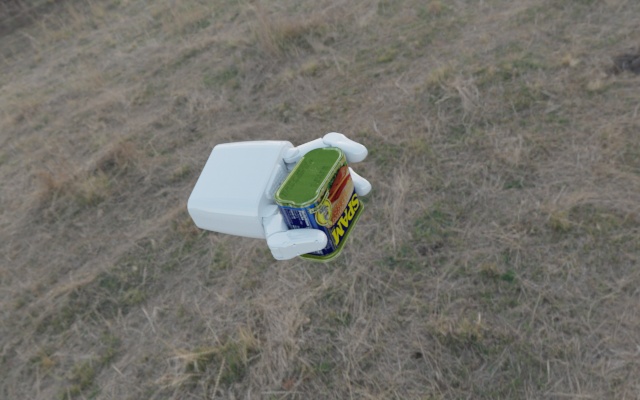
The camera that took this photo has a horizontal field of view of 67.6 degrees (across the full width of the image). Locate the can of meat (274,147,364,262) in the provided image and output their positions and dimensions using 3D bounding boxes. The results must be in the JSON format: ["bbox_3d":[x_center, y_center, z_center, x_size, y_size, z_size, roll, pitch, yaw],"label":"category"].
[{"bbox_3d":[0.000,0.002,0.528,0.057,0.084,0.102,5,44,30],"label":"can of meat"}]
